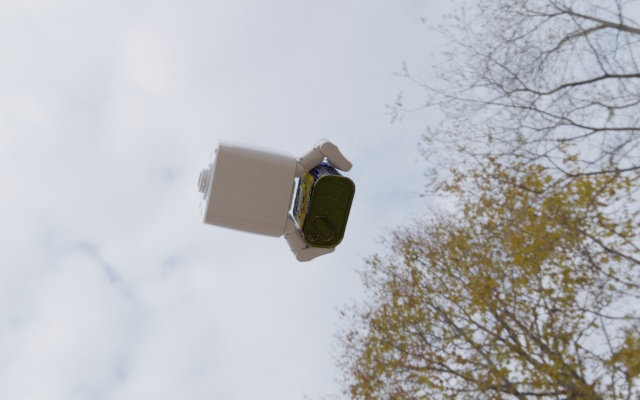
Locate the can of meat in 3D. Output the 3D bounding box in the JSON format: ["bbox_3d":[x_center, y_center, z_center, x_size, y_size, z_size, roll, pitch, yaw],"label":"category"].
[{"bbox_3d":[0.000,0.002,0.658,0.057,0.102,0.084,6,18,-20],"label":"can of meat"}]
